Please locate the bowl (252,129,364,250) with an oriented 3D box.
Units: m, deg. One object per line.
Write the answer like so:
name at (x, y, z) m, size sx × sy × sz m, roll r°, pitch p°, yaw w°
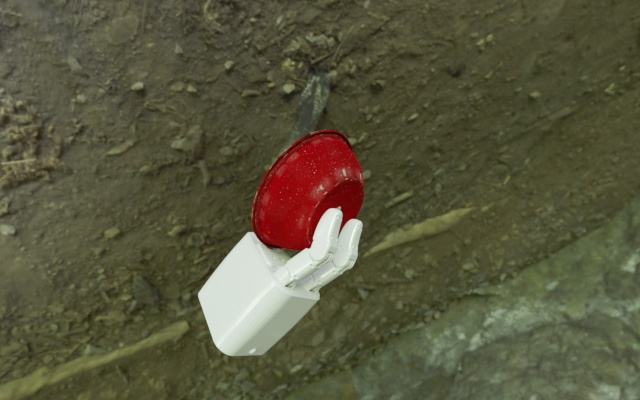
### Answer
bowl at (0.001, 0.001, 0.555) m, size 0.055 × 0.162 × 0.162 m, roll 36°, pitch 21°, yaw 32°
